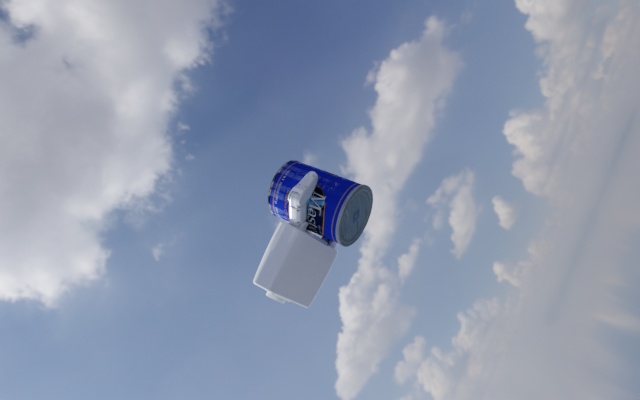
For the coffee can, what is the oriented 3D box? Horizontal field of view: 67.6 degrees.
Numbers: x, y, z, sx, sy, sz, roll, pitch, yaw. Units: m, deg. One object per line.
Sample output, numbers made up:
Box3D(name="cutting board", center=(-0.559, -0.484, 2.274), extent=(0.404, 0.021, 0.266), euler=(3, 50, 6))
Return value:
Box3D(name="coffee can", center=(0.000, 0.002, 0.781), extent=(0.140, 0.103, 0.103), euler=(22, 11, 28))
